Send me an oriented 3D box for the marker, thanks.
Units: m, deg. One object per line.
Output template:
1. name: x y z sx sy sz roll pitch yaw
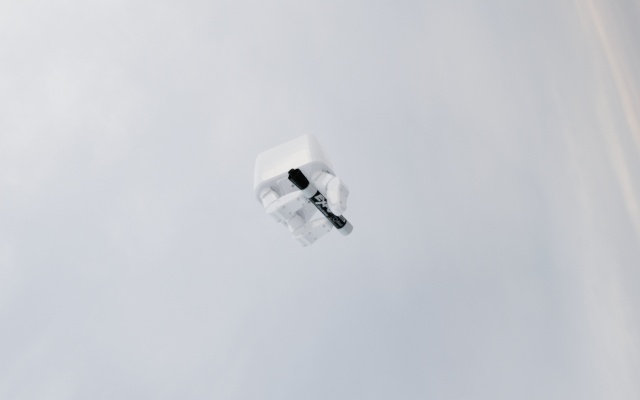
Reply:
1. marker: 0.000 0.002 0.605 0.020 0.020 0.121 0 -39 51
